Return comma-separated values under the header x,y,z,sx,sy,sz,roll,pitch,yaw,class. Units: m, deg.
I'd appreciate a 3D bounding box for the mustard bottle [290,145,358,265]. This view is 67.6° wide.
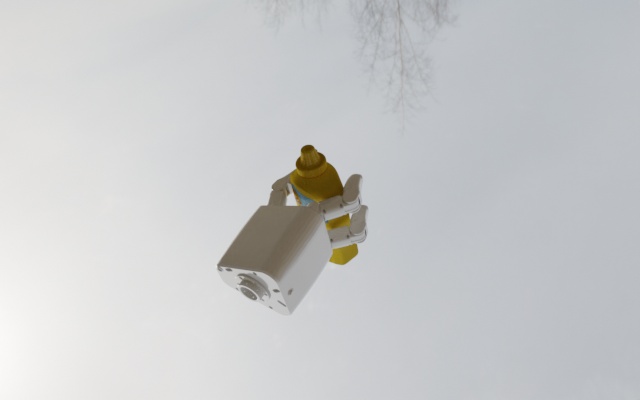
x,y,z,sx,sy,sz,roll,pitch,yaw,class
0.000,0.002,0.669,0.058,0.192,0.096,-34,47,-19,mustard bottle
